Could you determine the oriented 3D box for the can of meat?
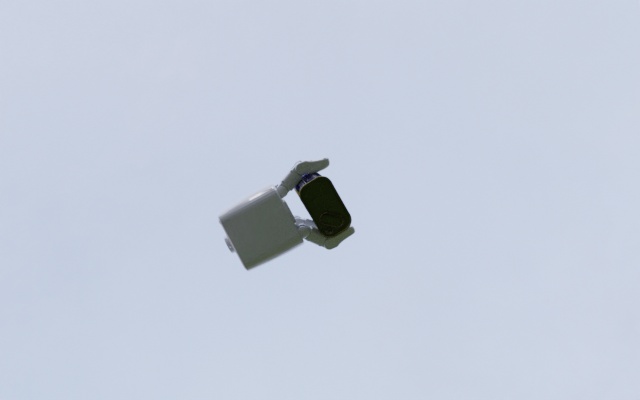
[{"bbox_3d":[0.000,0.002,0.799,0.057,0.102,0.084,-32,18,-4],"label":"can of meat"}]
